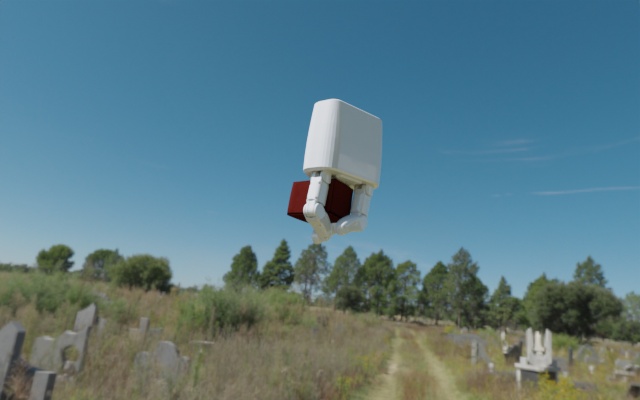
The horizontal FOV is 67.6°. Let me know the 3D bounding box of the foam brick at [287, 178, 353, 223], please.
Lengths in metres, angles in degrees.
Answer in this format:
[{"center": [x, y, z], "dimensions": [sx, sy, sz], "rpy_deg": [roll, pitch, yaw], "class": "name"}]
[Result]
[{"center": [0.000, 0.002, 0.694], "dimensions": [0.078, 0.051, 0.053], "rpy_deg": [-3, -18, 35], "class": "foam brick"}]
